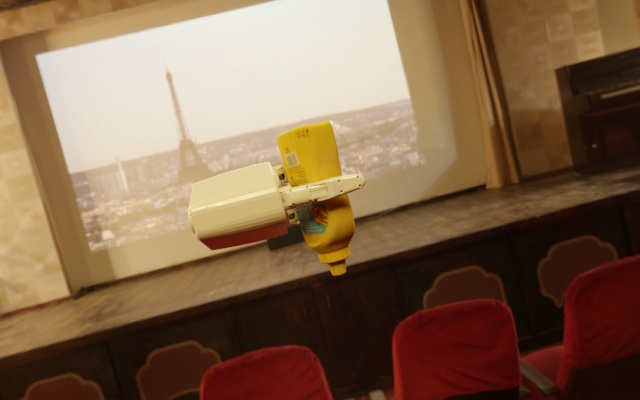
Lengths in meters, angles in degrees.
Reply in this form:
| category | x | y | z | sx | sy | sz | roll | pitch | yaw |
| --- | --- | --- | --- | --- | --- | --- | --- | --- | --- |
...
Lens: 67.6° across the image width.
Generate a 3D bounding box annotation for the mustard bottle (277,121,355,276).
| category | x | y | z | sx | sy | sz | roll | pitch | yaw |
| --- | --- | --- | --- | --- | --- | --- | --- | --- | --- |
| mustard bottle | 0.000 | 0.002 | 0.604 | 0.058 | 0.191 | 0.096 | -17 | 5 | -31 |
